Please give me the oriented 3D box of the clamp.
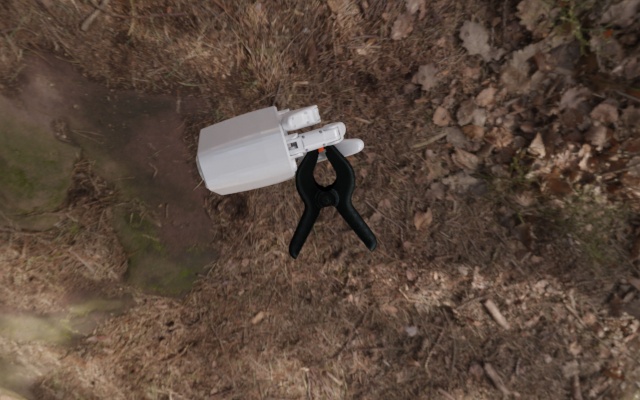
[{"bbox_3d":[0.000,0.002,0.636,0.120,0.171,0.039,-16,13,-1],"label":"clamp"}]
